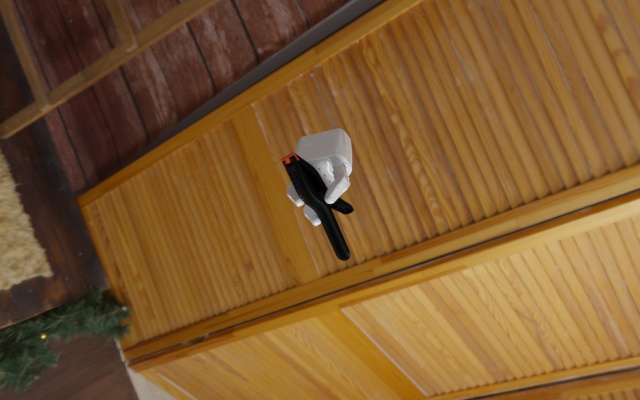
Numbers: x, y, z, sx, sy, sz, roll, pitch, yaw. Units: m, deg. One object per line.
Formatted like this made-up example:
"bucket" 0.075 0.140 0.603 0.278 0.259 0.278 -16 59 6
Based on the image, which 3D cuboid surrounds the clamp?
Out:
"clamp" 0.001 0.002 0.875 0.036 0.210 0.164 -28 32 21
